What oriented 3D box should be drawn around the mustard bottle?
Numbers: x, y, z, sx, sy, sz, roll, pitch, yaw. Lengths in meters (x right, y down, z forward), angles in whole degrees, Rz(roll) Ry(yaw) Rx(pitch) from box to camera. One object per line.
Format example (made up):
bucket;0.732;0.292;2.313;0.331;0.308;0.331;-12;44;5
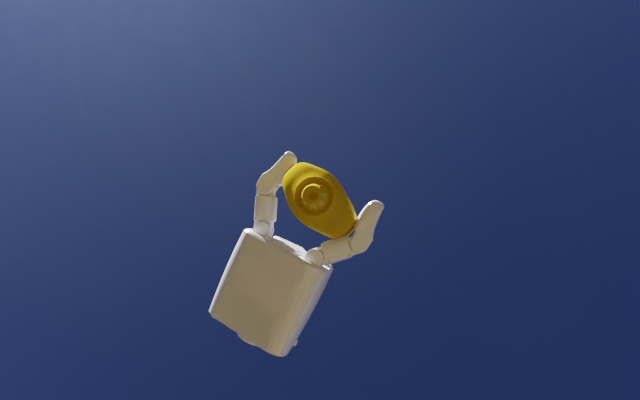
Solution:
mustard bottle;0.000;0.002;0.545;0.058;0.096;0.191;-40;-7;2
